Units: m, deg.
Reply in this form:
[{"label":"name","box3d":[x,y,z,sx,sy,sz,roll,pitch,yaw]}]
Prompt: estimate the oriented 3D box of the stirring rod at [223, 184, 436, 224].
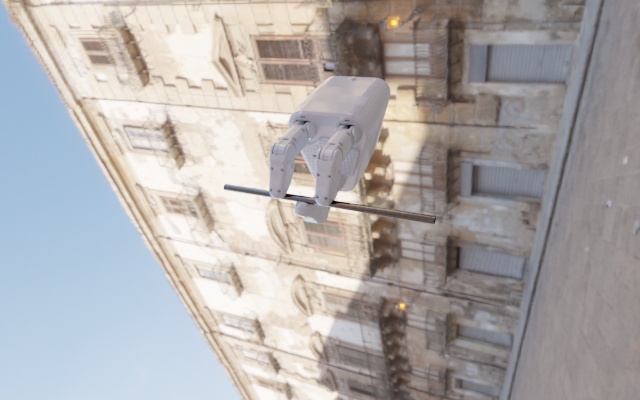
[{"label":"stirring rod","box3d":[0.000,0.002,0.504,0.239,0.011,0.011,9,3,23]}]
